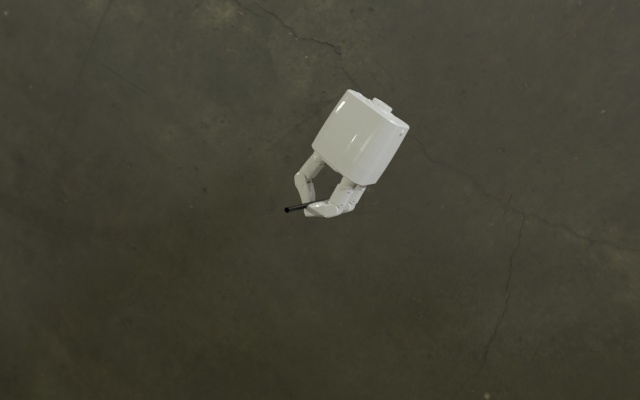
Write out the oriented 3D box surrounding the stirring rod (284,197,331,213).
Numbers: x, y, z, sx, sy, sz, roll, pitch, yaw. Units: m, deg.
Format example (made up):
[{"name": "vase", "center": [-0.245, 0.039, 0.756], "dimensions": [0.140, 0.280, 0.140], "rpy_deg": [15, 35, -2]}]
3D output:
[{"name": "stirring rod", "center": [0.000, 0.003, 0.794], "dimensions": [0.011, 0.011, 0.239], "rpy_deg": [0, 5, 24]}]
